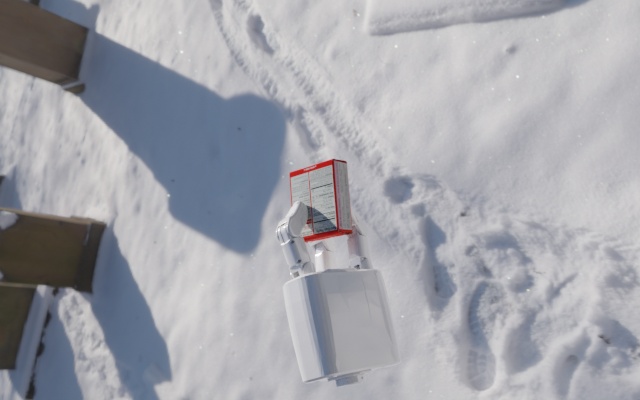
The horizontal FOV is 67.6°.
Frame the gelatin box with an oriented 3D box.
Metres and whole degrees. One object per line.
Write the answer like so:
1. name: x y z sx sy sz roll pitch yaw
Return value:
1. gelatin box: 0.000 0.001 0.571 0.073 0.089 0.030 -15 -14 41
